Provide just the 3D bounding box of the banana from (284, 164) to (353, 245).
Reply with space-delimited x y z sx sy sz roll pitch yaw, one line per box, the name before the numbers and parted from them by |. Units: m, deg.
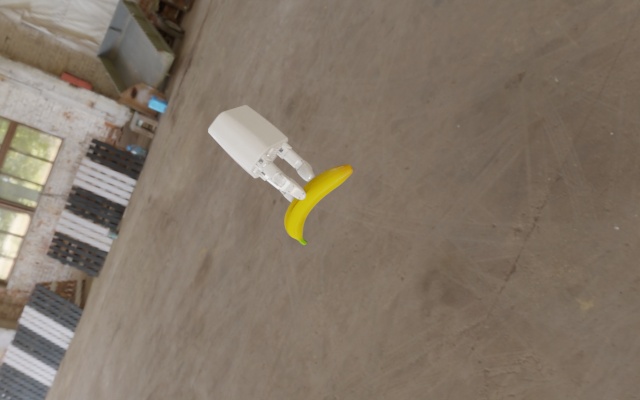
banana | -0.017 0.004 0.866 0.069 0.037 0.198 6 -49 -36
